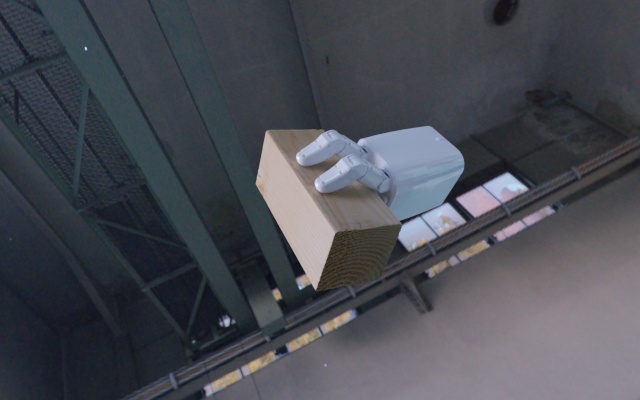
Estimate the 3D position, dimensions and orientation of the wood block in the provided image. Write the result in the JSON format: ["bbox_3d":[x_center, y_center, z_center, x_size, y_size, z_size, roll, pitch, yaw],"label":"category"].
[{"bbox_3d":[0.000,0.002,0.597,0.090,0.091,0.206,-5,39,-28],"label":"wood block"}]
